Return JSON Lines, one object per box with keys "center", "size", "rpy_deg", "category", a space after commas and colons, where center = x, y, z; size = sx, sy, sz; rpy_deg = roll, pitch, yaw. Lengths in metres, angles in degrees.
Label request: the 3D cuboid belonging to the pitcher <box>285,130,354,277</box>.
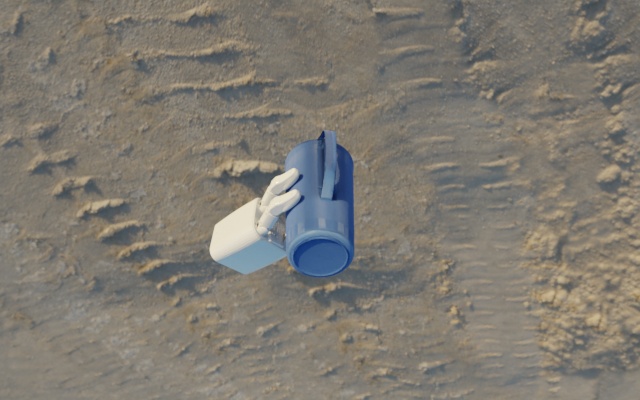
{"center": [0.000, 0.003, 0.829], "size": [0.145, 0.242, 0.149], "rpy_deg": [-27, -54, 20], "category": "pitcher"}
